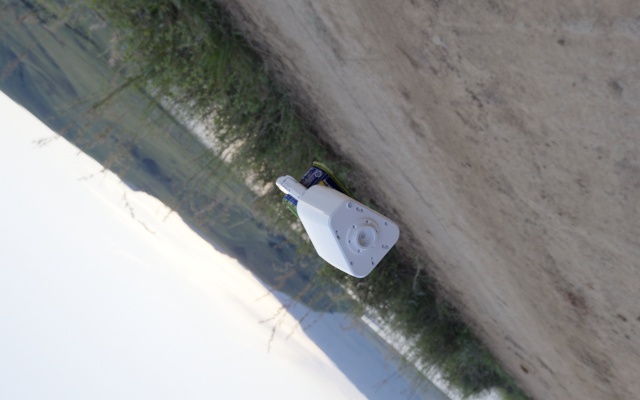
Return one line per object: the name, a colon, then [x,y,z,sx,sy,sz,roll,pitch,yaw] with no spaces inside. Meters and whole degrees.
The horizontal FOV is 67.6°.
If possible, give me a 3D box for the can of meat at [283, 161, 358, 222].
can of meat: [0.000,0.003,0.774,0.102,0.084,0.057,47,-10,-29]
